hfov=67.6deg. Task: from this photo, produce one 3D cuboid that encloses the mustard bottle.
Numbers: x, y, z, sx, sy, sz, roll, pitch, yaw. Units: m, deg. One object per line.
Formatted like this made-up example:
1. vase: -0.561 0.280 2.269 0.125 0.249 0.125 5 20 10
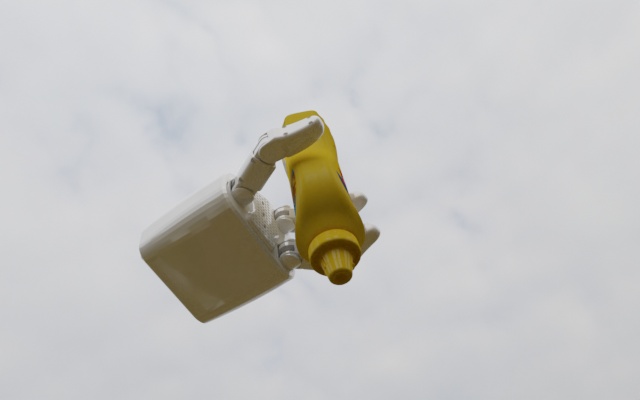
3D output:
1. mustard bottle: 0.000 0.001 0.429 0.058 0.096 0.191 -11 37 -2
